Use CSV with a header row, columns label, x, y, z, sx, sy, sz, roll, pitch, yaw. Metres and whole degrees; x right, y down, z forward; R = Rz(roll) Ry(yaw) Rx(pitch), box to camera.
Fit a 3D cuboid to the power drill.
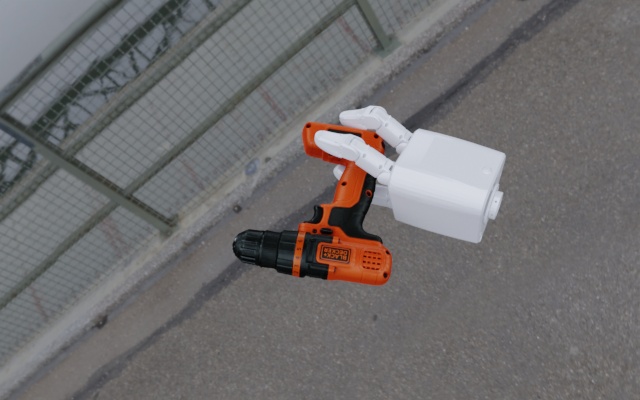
label,x,y,z,sx,sy,sz,roll,pitch,yaw
power drill,0.000,0.001,0.573,0.184,0.187,0.057,9,-19,0
